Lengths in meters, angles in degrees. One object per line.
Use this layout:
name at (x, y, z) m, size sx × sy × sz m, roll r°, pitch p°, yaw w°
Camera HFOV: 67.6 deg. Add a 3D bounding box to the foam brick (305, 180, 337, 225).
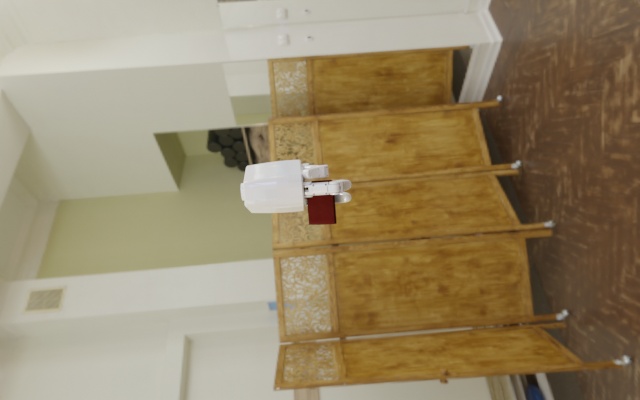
foam brick at (0.000, 0.003, 0.891) m, size 0.051 × 0.078 × 0.053 m, roll -5°, pitch 9°, yaw -3°
